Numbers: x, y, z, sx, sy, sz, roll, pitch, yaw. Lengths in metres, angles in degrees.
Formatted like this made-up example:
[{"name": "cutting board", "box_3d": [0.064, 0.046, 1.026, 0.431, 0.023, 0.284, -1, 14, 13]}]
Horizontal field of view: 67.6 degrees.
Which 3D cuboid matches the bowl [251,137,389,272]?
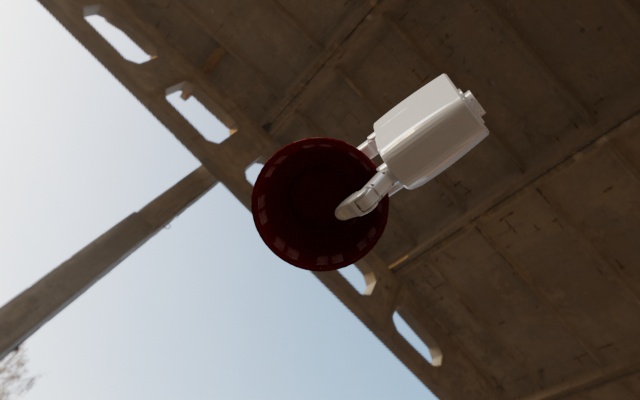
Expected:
[{"name": "bowl", "box_3d": [-0.001, 0.002, 0.583, 0.162, 0.162, 0.055, 0, 12, 2]}]
